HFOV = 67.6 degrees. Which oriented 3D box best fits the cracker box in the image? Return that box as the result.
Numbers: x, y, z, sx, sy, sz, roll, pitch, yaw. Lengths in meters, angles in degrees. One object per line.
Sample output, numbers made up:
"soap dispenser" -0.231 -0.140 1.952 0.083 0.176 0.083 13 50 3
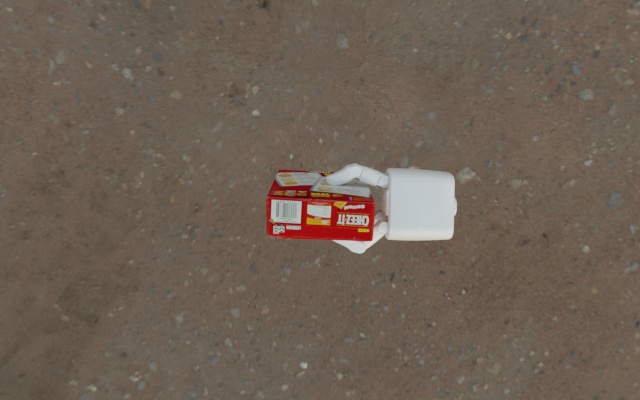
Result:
"cracker box" 0.000 0.003 0.810 0.164 0.072 0.213 3 14 -1
